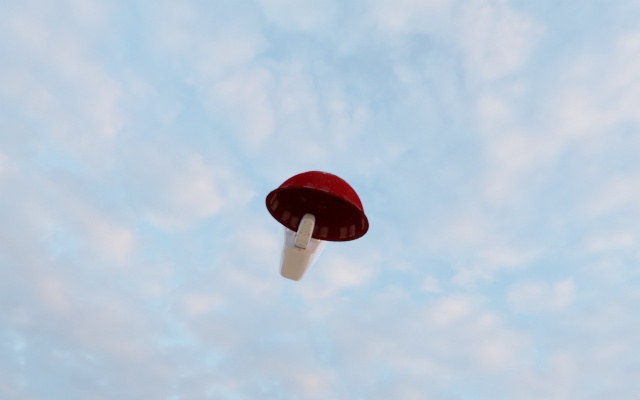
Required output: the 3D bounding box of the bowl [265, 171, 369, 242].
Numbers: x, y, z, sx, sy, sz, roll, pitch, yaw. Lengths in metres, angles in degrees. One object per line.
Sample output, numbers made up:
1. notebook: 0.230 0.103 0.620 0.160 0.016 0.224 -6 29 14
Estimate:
1. bowl: 0.001 0.002 0.729 0.162 0.055 0.162 13 -29 7
